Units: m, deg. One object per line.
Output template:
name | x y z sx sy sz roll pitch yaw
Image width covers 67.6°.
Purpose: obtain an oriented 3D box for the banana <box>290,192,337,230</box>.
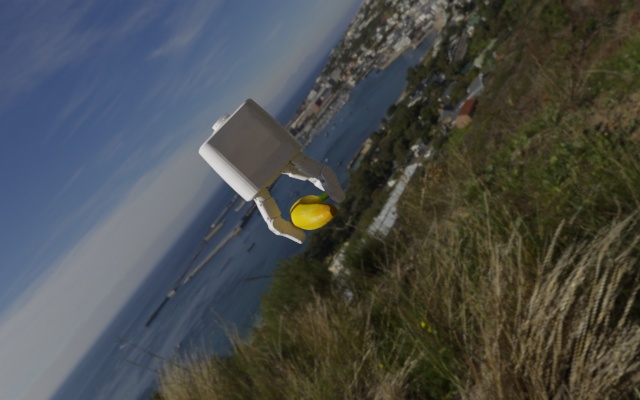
banana | -0.014 0.014 0.716 0.069 0.037 0.197 -40 9 3
